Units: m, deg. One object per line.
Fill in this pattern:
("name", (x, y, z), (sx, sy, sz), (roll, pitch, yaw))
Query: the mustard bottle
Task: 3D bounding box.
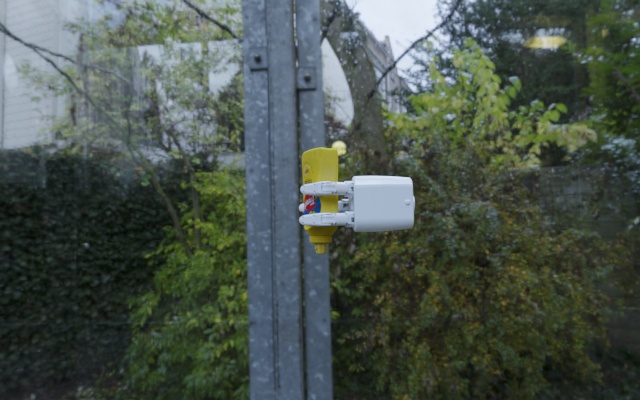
("mustard bottle", (0.000, 0.003, 0.887), (0.058, 0.191, 0.096), (1, -4, -26))
